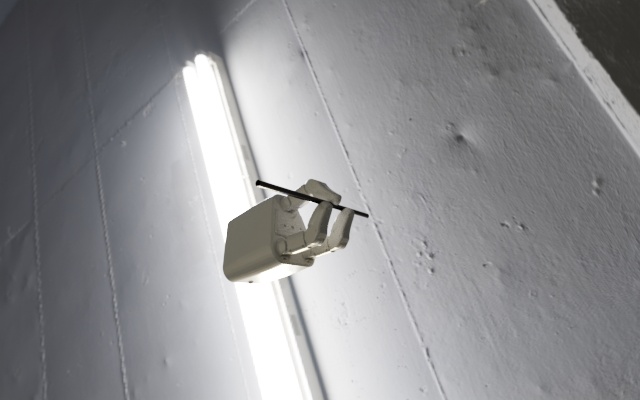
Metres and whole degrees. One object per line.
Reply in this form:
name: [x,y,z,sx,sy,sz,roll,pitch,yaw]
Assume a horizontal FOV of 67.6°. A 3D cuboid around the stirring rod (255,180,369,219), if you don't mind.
stirring rod: [0.000,0.002,0.632,0.011,0.011,0.239,0,-10,37]
